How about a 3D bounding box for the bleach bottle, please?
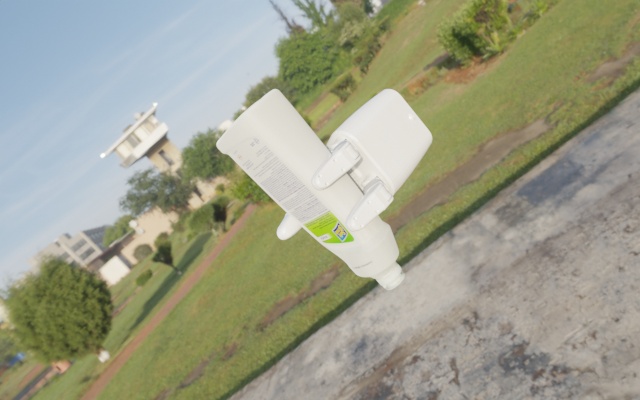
[{"bbox_3d":[0.000,0.002,0.534,0.068,0.251,0.102,-47,11,-32],"label":"bleach bottle"}]
